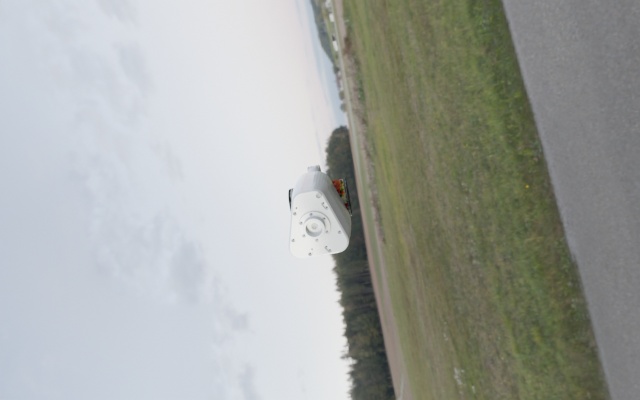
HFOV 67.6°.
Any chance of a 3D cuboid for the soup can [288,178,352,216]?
[{"bbox_3d":[0.000,0.003,0.843,0.102,0.068,0.068,-10,-1,6],"label":"soup can"}]
